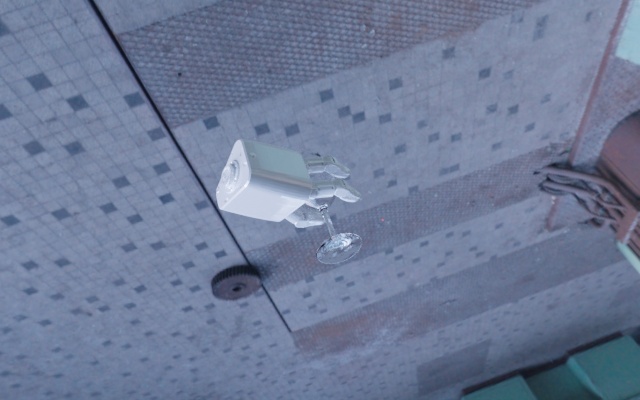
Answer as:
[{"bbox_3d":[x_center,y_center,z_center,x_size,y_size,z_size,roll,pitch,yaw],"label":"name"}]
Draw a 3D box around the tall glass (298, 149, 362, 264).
[{"bbox_3d":[0.000,0.003,0.793,0.079,0.201,0.079,-13,-40,-11],"label":"tall glass"}]
